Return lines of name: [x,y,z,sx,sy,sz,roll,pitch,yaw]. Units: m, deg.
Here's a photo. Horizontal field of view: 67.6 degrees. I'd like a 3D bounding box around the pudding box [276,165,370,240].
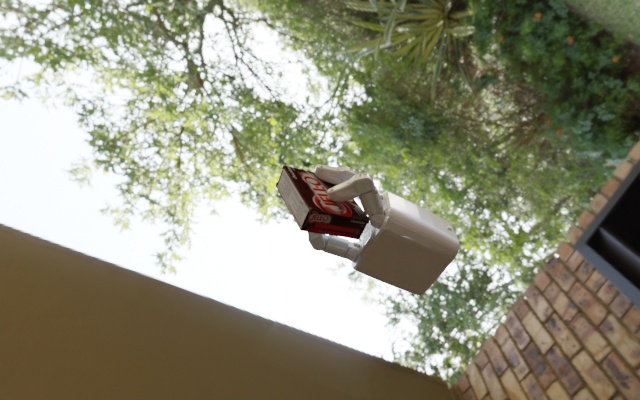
pudding box: [0.000,0.002,0.631,0.090,0.039,0.113,12,24,-31]
